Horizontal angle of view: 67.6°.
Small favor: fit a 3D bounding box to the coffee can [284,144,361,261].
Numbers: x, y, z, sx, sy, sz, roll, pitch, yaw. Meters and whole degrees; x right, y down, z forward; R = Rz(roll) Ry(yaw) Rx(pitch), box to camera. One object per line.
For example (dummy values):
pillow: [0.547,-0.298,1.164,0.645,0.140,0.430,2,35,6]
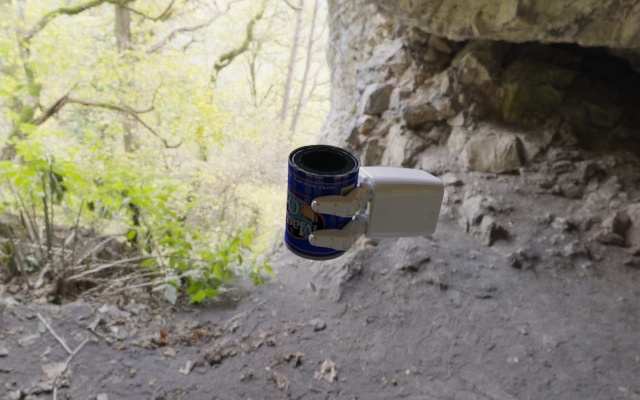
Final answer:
coffee can: [0.000,0.002,0.702,0.103,0.140,0.102,4,31,-2]
